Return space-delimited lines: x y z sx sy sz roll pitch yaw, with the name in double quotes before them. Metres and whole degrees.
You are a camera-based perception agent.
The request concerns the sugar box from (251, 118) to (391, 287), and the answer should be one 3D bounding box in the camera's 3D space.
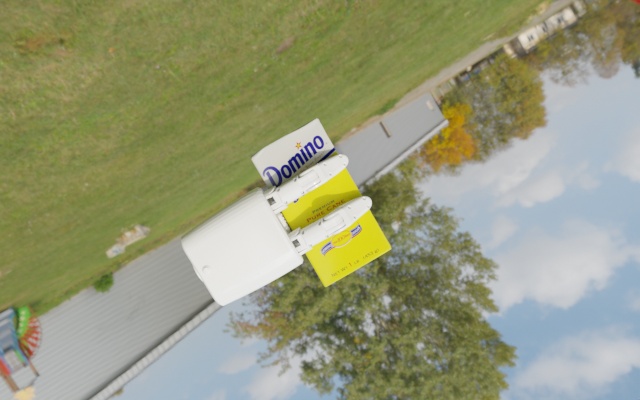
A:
"sugar box" 0.000 0.002 0.567 0.093 0.176 0.048 -31 4 -2
